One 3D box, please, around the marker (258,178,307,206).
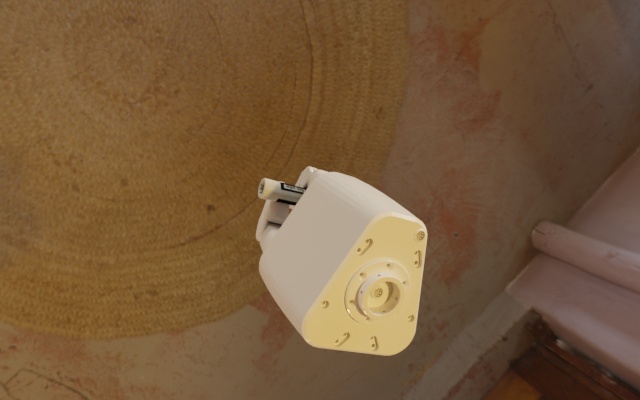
[{"bbox_3d":[0.000,0.001,0.456,0.121,0.020,0.020,14,-6,-25],"label":"marker"}]
